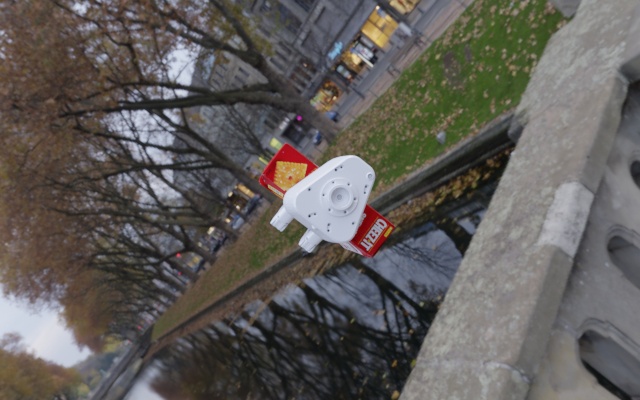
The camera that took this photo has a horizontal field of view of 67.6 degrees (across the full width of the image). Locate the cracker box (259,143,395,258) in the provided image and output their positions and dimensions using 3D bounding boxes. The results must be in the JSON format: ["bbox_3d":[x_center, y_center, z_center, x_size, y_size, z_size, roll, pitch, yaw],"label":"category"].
[{"bbox_3d":[0.000,0.002,0.794,0.214,0.072,0.164,38,-6,-8],"label":"cracker box"}]
